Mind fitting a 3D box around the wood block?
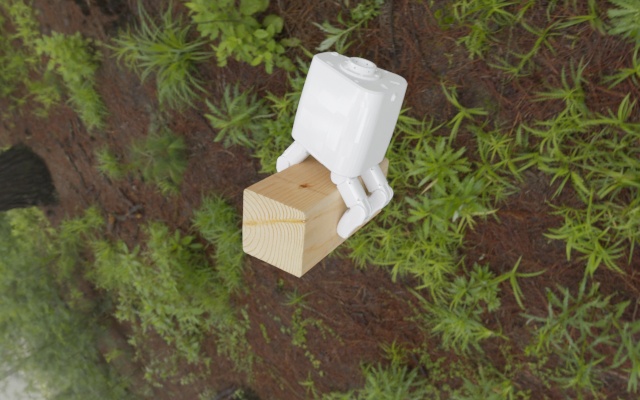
[{"bbox_3d":[0.000,0.002,0.629,0.091,0.090,0.206,21,31,27],"label":"wood block"}]
